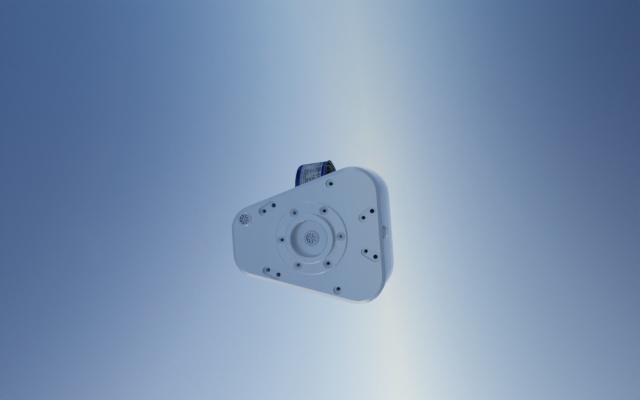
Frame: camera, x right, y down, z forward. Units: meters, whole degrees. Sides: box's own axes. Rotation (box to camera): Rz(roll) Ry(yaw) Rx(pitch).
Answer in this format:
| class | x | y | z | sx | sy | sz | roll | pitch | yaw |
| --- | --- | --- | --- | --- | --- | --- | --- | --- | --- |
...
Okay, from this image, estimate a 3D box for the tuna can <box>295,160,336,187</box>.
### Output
| class | x | y | z | sx | sy | sz | roll | pitch | yaw |
| --- | --- | --- | --- | --- | --- | --- | --- | --- | --- |
| tuna can | 0.000 | 0.002 | 0.507 | 0.034 | 0.086 | 0.086 | -7 | -2 | 12 |
